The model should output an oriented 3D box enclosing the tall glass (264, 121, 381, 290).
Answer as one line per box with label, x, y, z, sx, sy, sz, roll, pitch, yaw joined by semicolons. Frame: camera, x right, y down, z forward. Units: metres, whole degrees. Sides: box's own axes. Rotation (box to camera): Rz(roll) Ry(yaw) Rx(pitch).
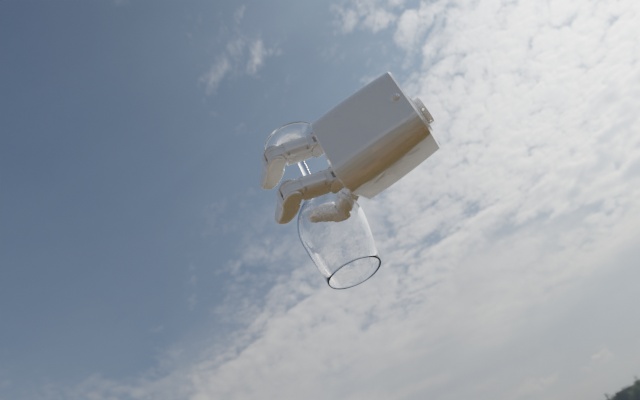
tall glass;0.000;0.001;0.555;0.079;0.201;0.079;-17;-34;-12
